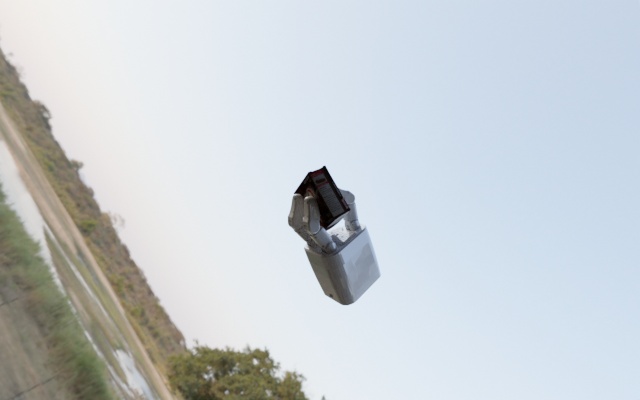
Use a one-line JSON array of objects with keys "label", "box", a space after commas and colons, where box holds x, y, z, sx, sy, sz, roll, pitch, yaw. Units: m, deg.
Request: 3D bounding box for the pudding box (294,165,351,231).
[{"label": "pudding box", "box": [0.000, 0.003, 0.810, 0.039, 0.090, 0.113, -27, -9, -24]}]
